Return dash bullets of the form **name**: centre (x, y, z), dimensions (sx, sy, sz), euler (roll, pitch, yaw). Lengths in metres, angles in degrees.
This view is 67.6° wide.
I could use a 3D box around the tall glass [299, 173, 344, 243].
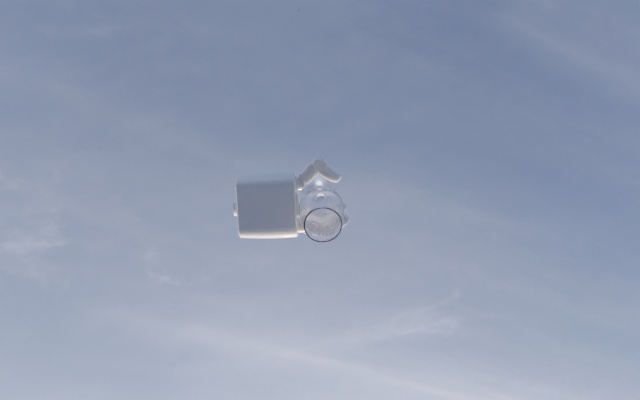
- **tall glass**: centre (0.000, 0.002, 0.847), dimensions (0.079, 0.079, 0.201), euler (0, 22, -3)
